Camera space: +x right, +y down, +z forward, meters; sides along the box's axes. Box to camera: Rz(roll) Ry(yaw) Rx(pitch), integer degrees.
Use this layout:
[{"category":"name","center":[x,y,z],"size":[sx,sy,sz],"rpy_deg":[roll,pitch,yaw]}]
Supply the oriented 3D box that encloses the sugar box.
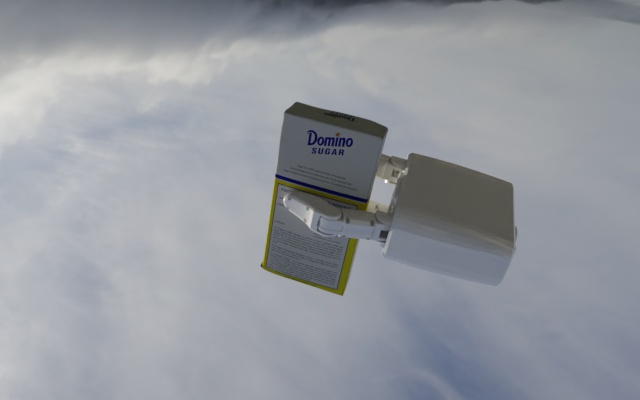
[{"category":"sugar box","center":[0.000,0.001,0.467],"size":[0.093,0.176,0.048],"rpy_deg":[17,27,8]}]
